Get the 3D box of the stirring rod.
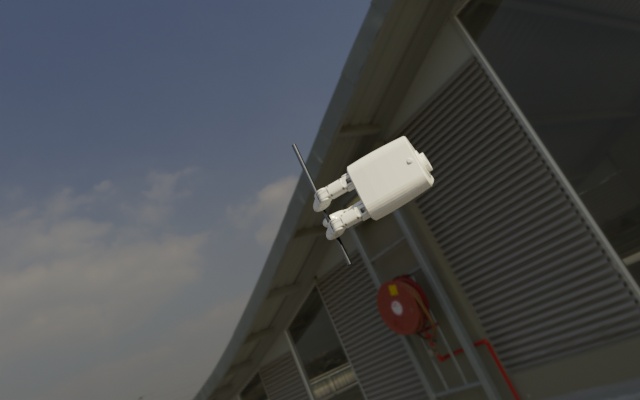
[{"bbox_3d":[0.000,0.003,0.826,0.011,0.239,0.011,-23,-19,-8],"label":"stirring rod"}]
